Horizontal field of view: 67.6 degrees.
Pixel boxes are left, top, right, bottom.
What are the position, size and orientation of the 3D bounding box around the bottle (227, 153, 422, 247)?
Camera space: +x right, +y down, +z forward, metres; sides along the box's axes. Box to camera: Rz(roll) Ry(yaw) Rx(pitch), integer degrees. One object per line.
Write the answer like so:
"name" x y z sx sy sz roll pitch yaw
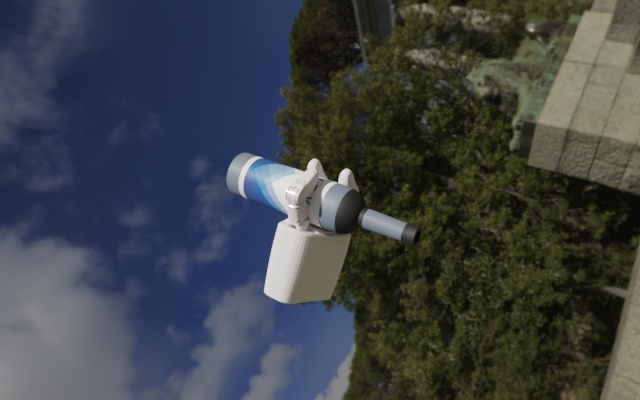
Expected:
"bottle" 0.000 0.002 0.673 0.295 0.069 0.069 20 9 27
